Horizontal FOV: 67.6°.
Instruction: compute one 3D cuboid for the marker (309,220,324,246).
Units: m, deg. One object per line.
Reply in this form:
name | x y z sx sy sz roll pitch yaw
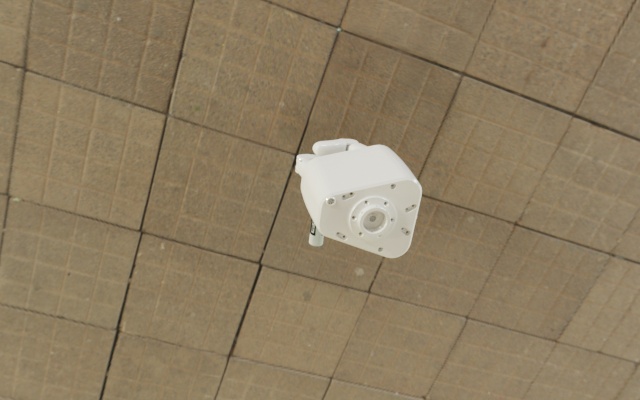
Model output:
marker | 0.000 0.002 0.620 0.020 0.121 0.020 6 22 -2
